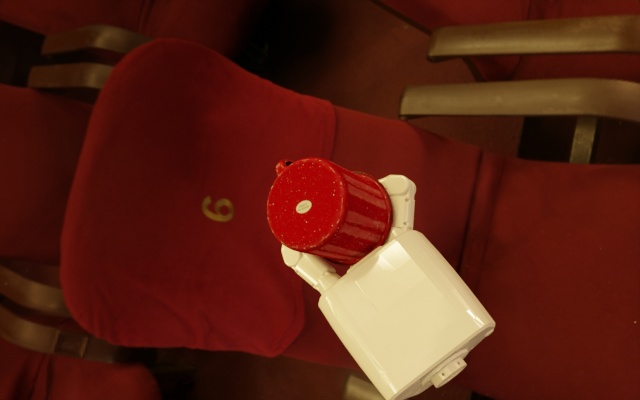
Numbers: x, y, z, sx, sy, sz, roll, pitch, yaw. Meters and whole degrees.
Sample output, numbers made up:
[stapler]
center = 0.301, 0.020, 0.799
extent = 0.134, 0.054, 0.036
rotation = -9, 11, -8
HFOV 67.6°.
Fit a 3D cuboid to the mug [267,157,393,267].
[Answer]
[mug]
center = -0.001, 0.000, 0.435
extent = 0.117, 0.093, 0.081
rotation = 51, 17, 30
